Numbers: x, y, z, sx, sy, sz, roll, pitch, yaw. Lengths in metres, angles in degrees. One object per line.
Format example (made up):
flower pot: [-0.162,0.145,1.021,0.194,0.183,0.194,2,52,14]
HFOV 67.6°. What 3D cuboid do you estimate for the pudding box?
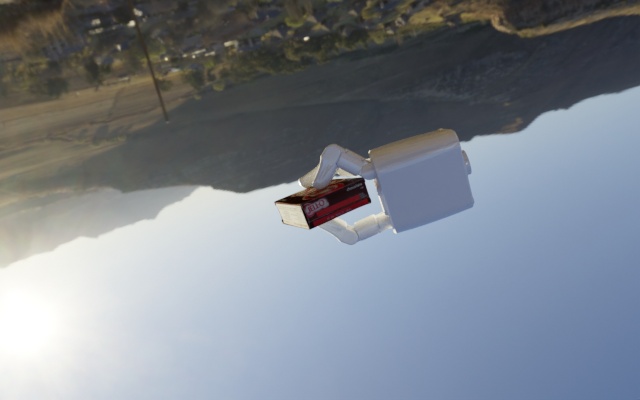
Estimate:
pudding box: [0.000,0.002,0.618,0.090,0.039,0.113,-22,7,-20]
